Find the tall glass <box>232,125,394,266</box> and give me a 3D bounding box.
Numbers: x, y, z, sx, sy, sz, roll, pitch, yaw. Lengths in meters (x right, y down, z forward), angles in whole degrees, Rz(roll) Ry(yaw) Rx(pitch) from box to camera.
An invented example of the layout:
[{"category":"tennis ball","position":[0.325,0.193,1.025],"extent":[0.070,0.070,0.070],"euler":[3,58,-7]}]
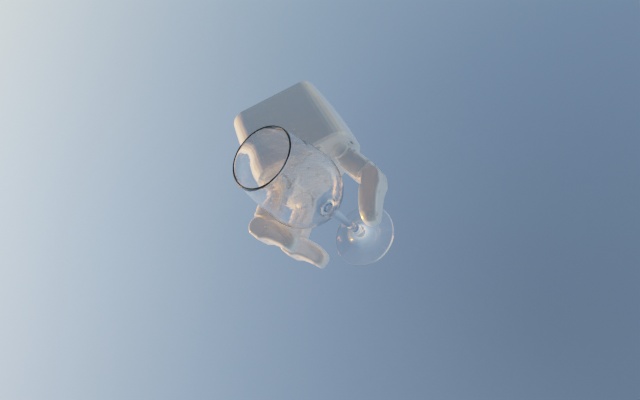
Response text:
[{"category":"tall glass","position":[0.001,0.002,0.478],"extent":[0.079,0.079,0.201],"euler":[0,-23,33]}]
